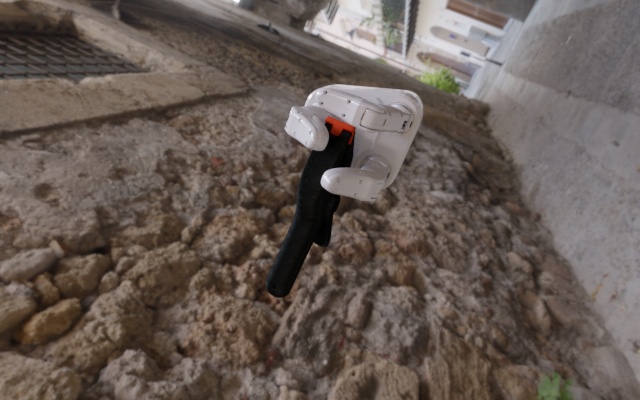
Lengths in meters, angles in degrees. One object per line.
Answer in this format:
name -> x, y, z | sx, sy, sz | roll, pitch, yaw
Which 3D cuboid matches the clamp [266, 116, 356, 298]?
clamp -> 0.000, 0.001, 0.462 | 0.039, 0.171, 0.120 | 24, 21, 7
